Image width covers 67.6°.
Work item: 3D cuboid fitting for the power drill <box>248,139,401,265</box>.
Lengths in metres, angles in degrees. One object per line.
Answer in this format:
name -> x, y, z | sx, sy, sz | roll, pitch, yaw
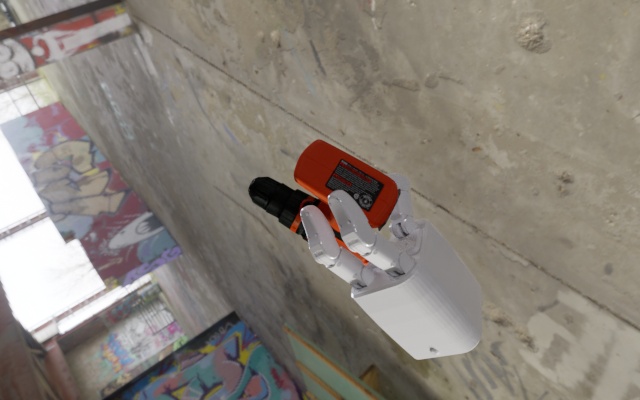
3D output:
power drill -> 0.000, 0.002, 0.549 | 0.184, 0.057, 0.188 | 28, -19, 1
